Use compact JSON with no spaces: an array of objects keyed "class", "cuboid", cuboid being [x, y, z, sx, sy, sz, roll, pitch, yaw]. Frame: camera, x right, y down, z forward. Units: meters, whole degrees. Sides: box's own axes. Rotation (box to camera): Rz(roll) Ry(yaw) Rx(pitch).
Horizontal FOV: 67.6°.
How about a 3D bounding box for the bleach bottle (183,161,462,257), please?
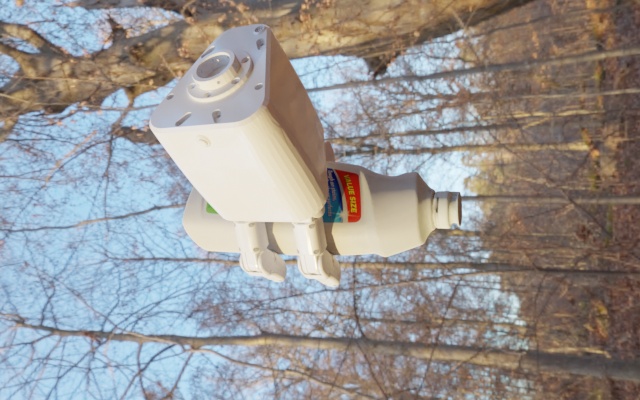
[{"class":"bleach bottle","cuboid":[0.000,0.002,0.441,0.251,0.102,0.068,-1,-36,24]}]
